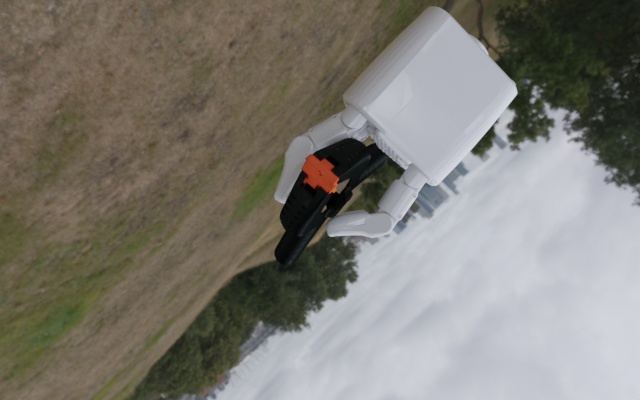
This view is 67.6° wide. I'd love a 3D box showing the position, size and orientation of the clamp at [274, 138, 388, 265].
[{"bbox_3d":[0.001,0.002,0.425,0.036,0.164,0.210,41,4,7],"label":"clamp"}]
